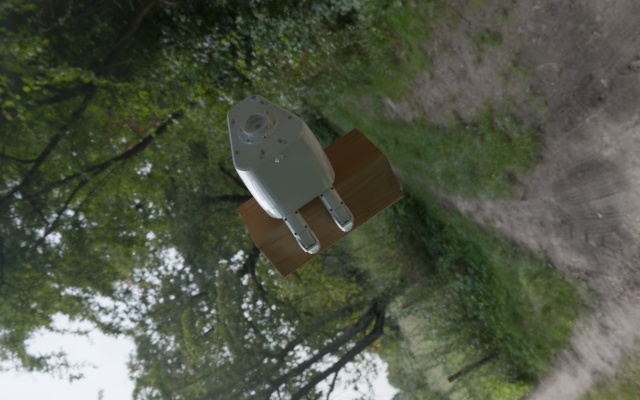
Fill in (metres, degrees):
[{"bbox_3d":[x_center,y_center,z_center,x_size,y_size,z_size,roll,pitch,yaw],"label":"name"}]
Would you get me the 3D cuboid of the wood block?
[{"bbox_3d":[0.000,0.002,0.681,0.206,0.090,0.090,-34,42,-2],"label":"wood block"}]
